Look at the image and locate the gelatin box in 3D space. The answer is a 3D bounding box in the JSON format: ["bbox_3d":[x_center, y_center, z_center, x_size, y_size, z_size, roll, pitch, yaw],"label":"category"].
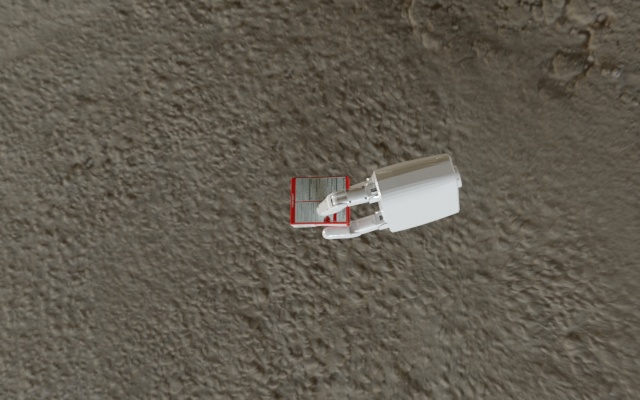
[{"bbox_3d":[0.000,0.002,0.718,0.089,0.073,0.030,-1,-12,8],"label":"gelatin box"}]
